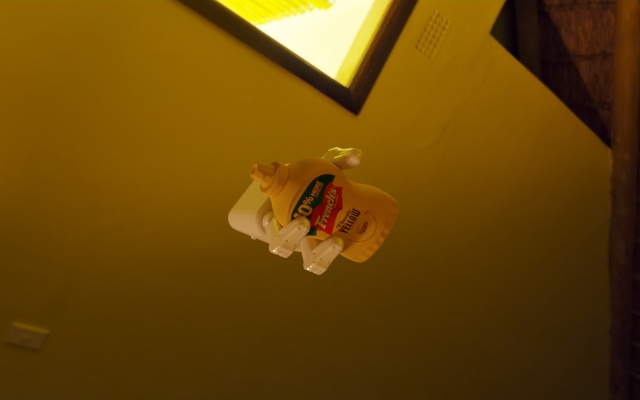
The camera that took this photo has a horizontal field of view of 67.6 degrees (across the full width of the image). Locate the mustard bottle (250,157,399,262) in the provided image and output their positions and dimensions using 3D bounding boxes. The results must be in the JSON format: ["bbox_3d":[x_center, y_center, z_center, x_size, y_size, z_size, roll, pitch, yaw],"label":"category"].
[{"bbox_3d":[0.000,0.002,0.578,0.192,0.096,0.058,27,12,-30],"label":"mustard bottle"}]
